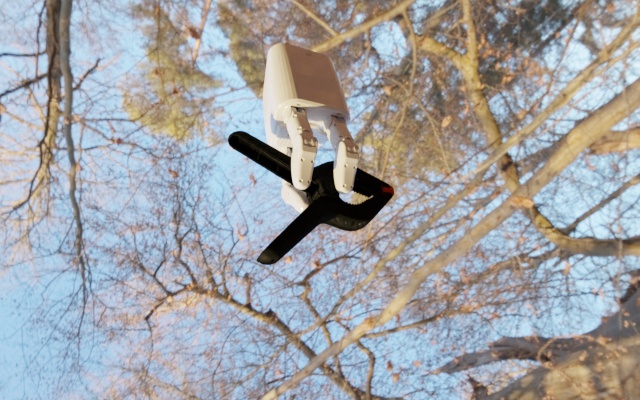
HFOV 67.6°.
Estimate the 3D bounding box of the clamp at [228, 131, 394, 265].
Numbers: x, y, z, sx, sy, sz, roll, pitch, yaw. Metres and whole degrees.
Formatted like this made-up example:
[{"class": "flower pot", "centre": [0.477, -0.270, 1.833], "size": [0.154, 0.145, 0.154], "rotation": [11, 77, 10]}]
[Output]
[{"class": "clamp", "centre": [0.000, 0.002, 0.555], "size": [0.210, 0.164, 0.036], "rotation": [7, -34, -28]}]
